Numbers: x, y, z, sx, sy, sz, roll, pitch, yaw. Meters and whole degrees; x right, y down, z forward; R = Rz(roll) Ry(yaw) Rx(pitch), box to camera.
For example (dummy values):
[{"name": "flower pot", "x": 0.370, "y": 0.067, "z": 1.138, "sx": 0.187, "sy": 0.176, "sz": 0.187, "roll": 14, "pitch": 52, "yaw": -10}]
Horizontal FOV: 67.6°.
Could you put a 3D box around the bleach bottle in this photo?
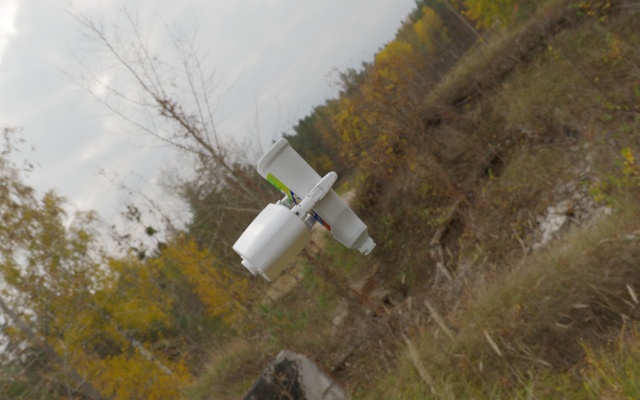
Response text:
[{"name": "bleach bottle", "x": 0.000, "y": 0.003, "z": 0.851, "sx": 0.251, "sy": 0.068, "sz": 0.102, "roll": 42, "pitch": -14, "yaw": -2}]
